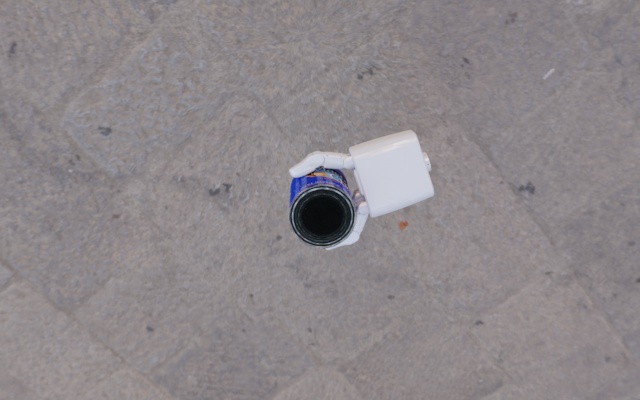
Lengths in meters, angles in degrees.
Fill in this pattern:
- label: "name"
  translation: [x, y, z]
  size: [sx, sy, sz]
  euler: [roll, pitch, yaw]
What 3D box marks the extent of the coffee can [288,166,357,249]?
- label: "coffee can"
  translation: [0.000, 0.002, 0.772]
  size: [0.103, 0.103, 0.140]
  euler: [0, 19, -2]
